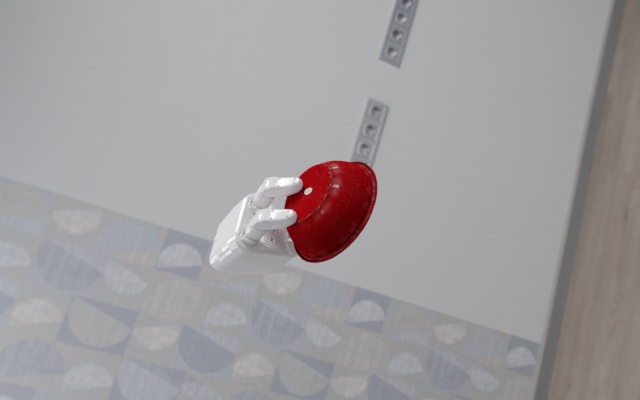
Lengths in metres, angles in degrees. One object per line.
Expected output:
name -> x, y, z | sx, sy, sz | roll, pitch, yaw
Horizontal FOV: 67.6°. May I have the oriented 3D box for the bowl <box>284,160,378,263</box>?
bowl -> 0.001, 0.001, 0.659 | 0.055, 0.162, 0.162 | 35, -21, -32
